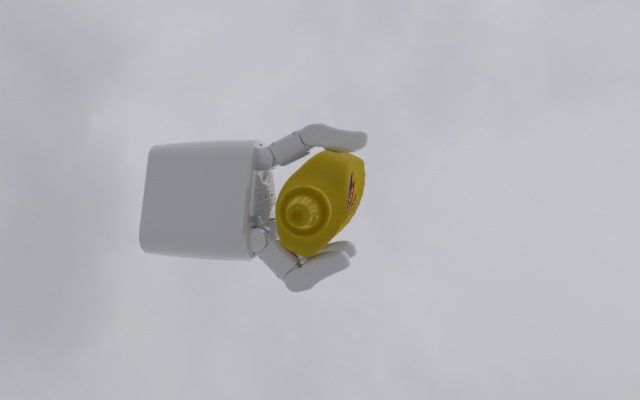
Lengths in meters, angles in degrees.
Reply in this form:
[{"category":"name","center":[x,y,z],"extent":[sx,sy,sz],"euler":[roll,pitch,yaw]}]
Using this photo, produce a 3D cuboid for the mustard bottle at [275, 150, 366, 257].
[{"category":"mustard bottle","center":[0.000,0.001,0.441],"extent":[0.058,0.096,0.191],"euler":[25,9,8]}]
